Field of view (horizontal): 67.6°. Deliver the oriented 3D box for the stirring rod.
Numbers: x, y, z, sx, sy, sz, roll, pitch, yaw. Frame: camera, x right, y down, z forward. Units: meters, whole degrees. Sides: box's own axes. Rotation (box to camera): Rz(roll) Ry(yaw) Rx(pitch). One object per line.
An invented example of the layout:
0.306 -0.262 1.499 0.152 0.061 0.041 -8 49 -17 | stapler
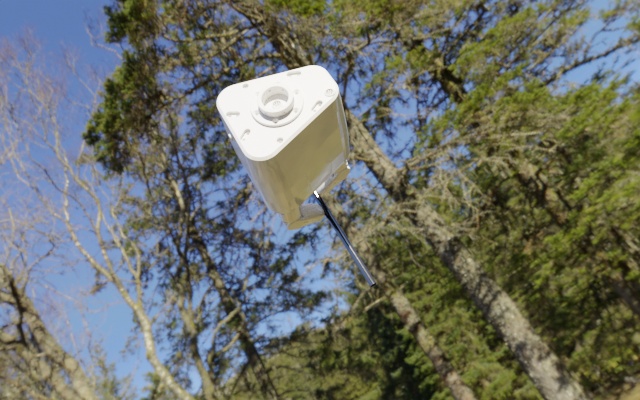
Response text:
0.000 0.002 0.579 0.011 0.239 0.011 -26 -26 -14 | stirring rod
